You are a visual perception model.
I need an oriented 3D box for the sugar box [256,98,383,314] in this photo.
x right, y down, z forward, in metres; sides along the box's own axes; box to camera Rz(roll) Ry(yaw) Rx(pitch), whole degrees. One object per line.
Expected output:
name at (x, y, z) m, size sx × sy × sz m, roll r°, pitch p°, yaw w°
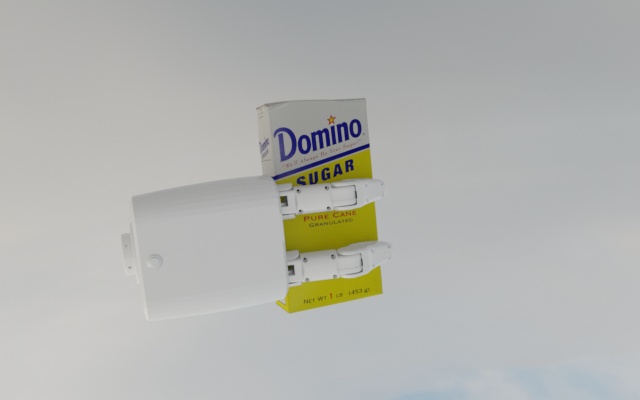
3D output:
sugar box at (0.000, 0.002, 0.421) m, size 0.093 × 0.176 × 0.048 m, roll -8°, pitch 7°, yaw -22°
